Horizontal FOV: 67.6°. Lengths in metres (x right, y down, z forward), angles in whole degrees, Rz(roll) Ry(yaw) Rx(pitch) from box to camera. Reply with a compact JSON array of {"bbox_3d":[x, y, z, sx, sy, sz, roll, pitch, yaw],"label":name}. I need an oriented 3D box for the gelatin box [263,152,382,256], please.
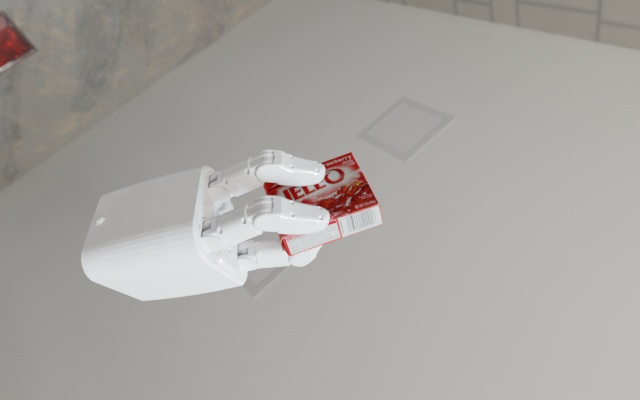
[{"bbox_3d":[0.000,0.002,0.422,0.089,0.030,0.073,-19,46,-4],"label":"gelatin box"}]
